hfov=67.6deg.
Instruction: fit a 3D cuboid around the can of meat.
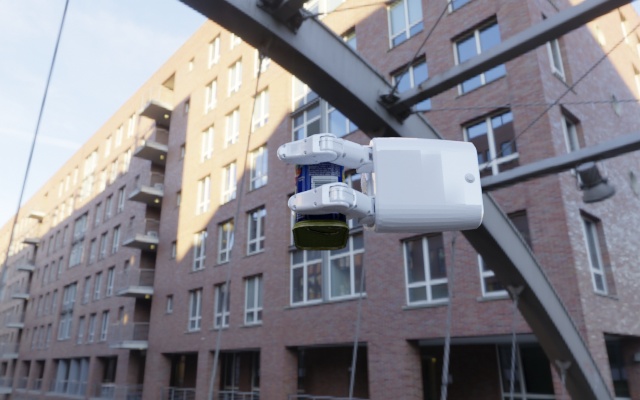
[{"bbox_3d":[0.000,0.001,0.515,0.057,0.084,0.102,0,-19,0],"label":"can of meat"}]
